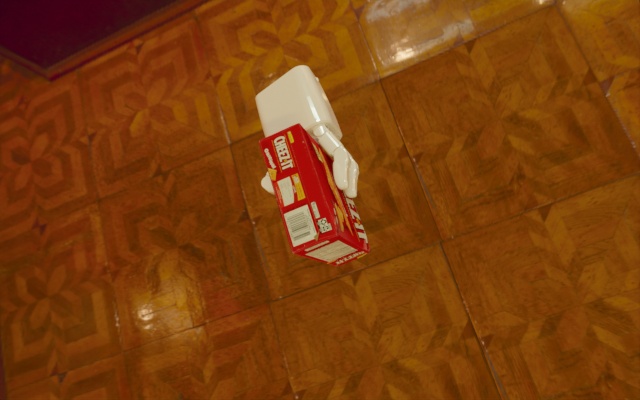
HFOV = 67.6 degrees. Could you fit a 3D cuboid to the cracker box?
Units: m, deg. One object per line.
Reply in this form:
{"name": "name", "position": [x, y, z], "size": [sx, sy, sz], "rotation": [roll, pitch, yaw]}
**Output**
{"name": "cracker box", "position": [0.000, 0.002, 0.706], "size": [0.072, 0.164, 0.214], "rotation": [-22, -17, 12]}
